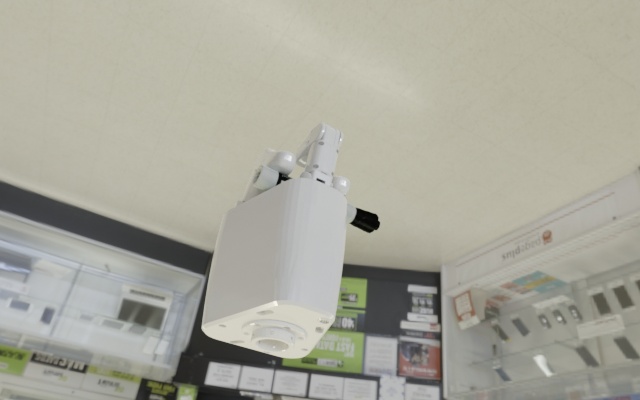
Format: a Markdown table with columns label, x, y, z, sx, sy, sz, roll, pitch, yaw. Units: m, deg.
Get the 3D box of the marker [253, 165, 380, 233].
| label | x | y | z | sx | sy | sz | roll | pitch | yaw |
| --- | --- | --- | --- | --- | --- | --- | --- | --- | --- |
| marker | 0.000 | 0.001 | 0.410 | 0.121 | 0.020 | 0.020 | 23 | -9 | -22 |
